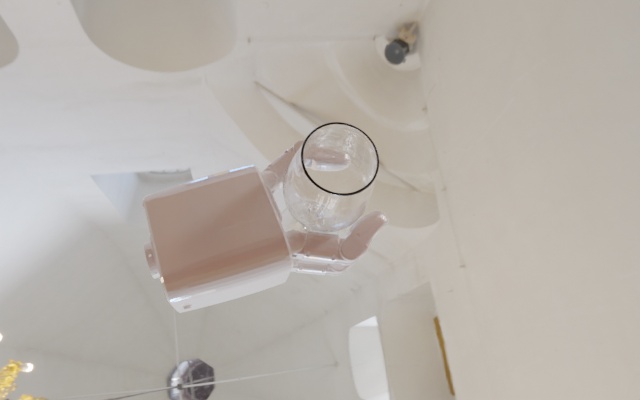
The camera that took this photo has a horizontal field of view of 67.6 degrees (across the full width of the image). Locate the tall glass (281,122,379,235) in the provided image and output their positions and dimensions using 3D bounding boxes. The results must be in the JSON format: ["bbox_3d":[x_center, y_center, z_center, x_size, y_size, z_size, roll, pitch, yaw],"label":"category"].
[{"bbox_3d":[0.000,0.002,0.456,0.079,0.079,0.201,0,-20,-10],"label":"tall glass"}]
